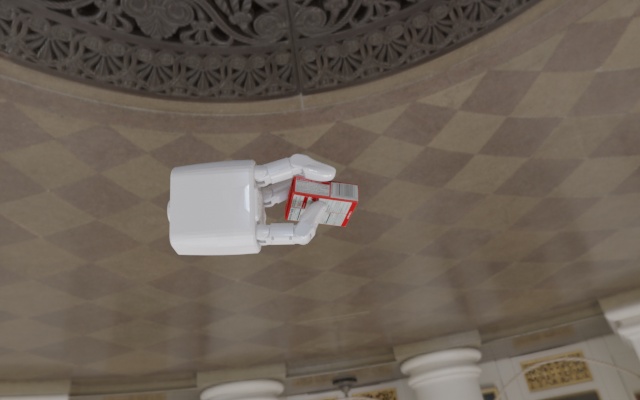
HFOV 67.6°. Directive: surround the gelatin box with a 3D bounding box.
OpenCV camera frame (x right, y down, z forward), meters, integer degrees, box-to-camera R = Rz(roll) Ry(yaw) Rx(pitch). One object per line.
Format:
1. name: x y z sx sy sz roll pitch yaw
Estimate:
1. gelatin box: 0.000 0.003 0.641 0.089 0.030 0.073 8 -31 -7
